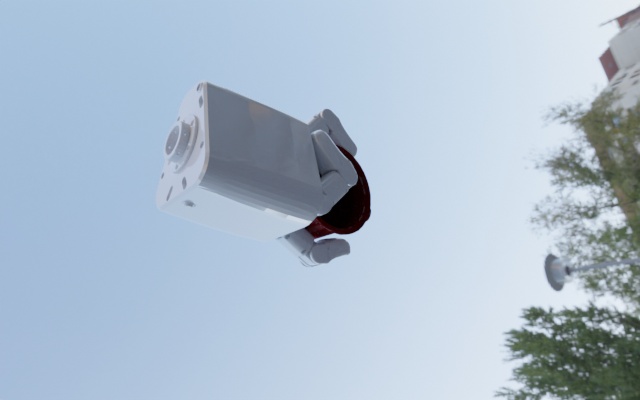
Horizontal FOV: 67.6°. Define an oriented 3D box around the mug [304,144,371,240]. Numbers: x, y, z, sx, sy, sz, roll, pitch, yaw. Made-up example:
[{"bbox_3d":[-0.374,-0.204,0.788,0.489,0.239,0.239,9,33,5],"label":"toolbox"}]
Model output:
[{"bbox_3d":[0.001,0.002,0.499,0.117,0.093,0.081,21,-28,-36],"label":"mug"}]
